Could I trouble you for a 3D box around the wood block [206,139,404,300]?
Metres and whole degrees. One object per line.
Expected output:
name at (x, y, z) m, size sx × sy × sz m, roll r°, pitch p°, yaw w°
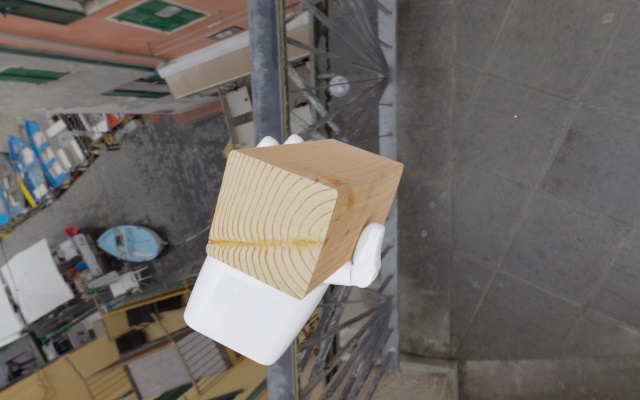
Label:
wood block at (0.000, 0.002, 0.440) m, size 0.091 × 0.090 × 0.206 m, roll 23°, pitch 17°, yaw 17°
